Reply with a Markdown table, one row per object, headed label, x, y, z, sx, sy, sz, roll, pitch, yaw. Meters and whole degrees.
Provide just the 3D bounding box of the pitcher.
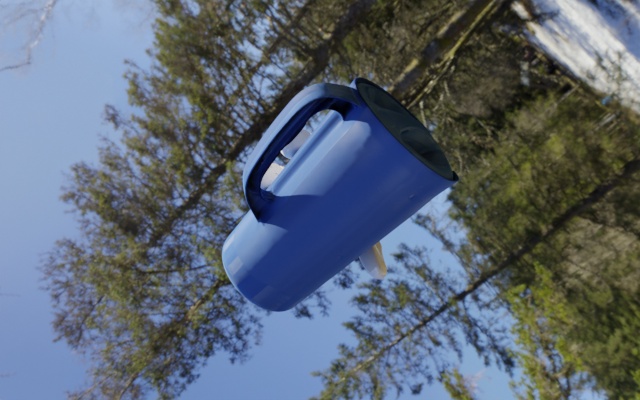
| label | x | y | z | sx | sy | sz | roll | pitch | yaw |
| --- | --- | --- | --- | --- | --- | --- | --- | --- | --- |
| pitcher | 0.000 | 0.002 | 0.483 | 0.243 | 0.149 | 0.145 | -45 | -5 | 24 |
